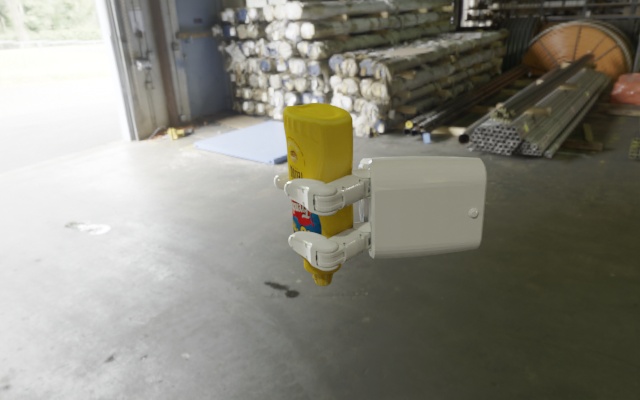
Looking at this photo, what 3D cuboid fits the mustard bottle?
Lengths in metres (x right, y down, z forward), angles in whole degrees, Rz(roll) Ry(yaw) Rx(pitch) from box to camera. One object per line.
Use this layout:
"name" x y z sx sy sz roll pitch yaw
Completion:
"mustard bottle" 0.000 0.001 0.491 0.058 0.192 0.096 -13 24 -23
